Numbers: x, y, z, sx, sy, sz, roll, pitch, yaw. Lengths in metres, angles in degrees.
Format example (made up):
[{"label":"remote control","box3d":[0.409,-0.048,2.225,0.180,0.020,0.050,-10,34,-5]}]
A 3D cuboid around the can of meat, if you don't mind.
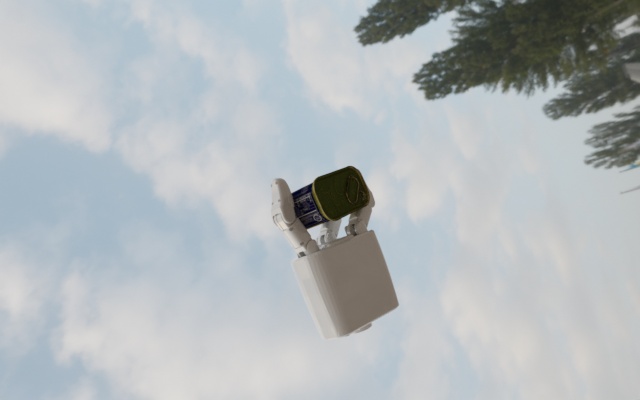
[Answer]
[{"label":"can of meat","box3d":[0.000,0.002,0.618,0.084,0.057,0.102,-24,0,40]}]
